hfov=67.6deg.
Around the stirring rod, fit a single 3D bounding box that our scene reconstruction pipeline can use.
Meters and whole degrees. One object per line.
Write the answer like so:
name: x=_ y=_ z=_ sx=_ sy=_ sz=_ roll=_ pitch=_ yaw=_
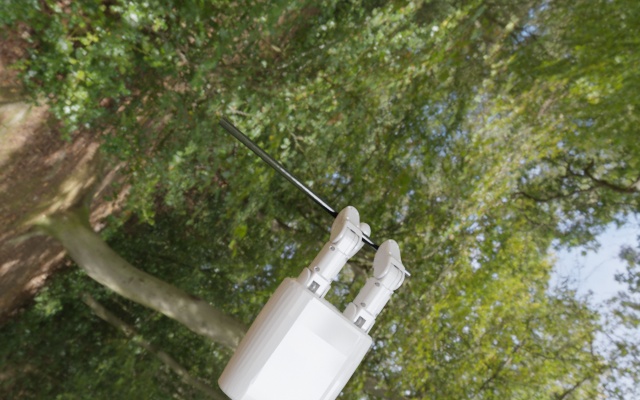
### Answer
stirring rod: x=0.000 y=0.002 z=0.462 sx=0.239 sy=0.011 sz=0.011 roll=39 pitch=-11 yaw=-14
